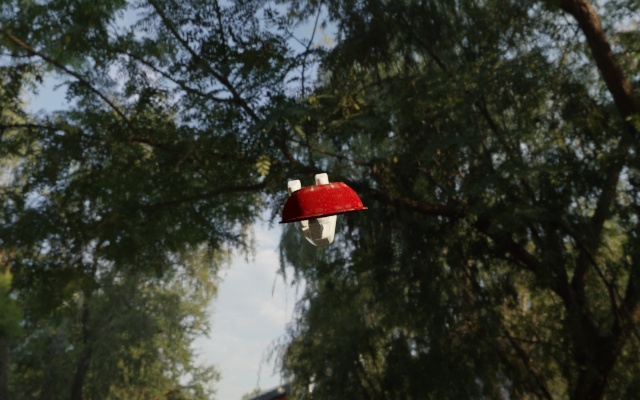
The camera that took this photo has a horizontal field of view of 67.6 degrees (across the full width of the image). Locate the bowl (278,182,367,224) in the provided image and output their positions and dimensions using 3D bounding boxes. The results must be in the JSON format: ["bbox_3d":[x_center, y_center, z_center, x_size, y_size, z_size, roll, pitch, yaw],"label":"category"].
[{"bbox_3d":[0.000,0.002,0.855,0.162,0.055,0.162,-9,-3,-1],"label":"bowl"}]
